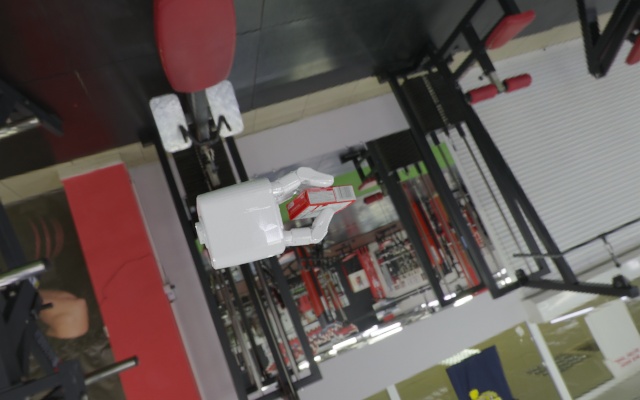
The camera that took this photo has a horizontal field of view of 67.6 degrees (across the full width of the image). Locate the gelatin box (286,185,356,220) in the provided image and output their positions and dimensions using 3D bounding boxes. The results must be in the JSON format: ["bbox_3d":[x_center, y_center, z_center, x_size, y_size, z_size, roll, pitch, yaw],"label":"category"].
[{"bbox_3d":[0.001,0.003,0.758,0.089,0.030,0.073,-6,-16,-29],"label":"gelatin box"}]
